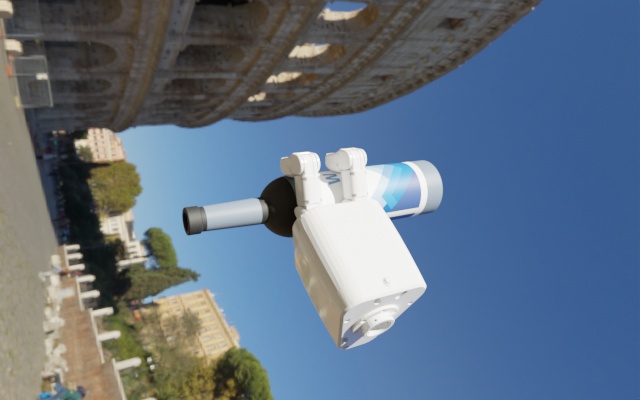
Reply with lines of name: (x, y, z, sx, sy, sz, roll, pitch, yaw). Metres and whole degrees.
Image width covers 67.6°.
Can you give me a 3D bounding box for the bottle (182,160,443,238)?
bottle: (0.000, 0.002, 0.524, 0.295, 0.069, 0.069, -8, 4, -28)
